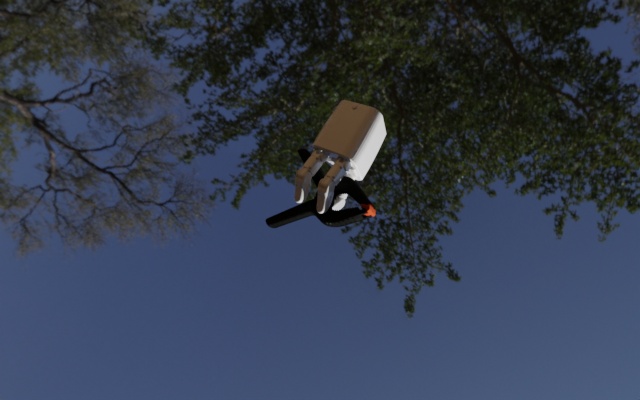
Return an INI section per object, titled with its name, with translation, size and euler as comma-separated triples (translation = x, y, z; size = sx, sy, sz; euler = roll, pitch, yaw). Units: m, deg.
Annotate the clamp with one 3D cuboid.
[clamp]
translation = 0.001, 0.003, 0.859
size = 0.210, 0.164, 0.036
euler = 24, -8, 36
